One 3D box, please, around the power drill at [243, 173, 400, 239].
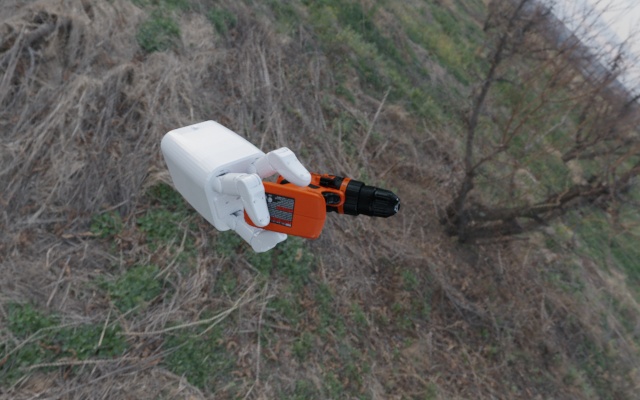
[{"bbox_3d":[0.000,0.002,0.626,0.184,0.057,0.187,9,10,19],"label":"power drill"}]
